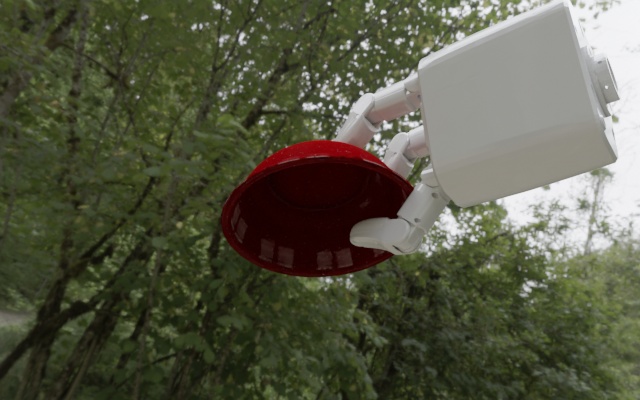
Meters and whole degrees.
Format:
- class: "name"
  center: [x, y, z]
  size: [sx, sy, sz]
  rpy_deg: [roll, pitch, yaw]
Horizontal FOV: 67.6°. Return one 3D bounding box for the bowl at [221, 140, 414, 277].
- class: "bowl"
  center: [-0.001, 0.001, 0.403]
  size: [0.162, 0.055, 0.162]
  rpy_deg: [-3, -39, -2]
